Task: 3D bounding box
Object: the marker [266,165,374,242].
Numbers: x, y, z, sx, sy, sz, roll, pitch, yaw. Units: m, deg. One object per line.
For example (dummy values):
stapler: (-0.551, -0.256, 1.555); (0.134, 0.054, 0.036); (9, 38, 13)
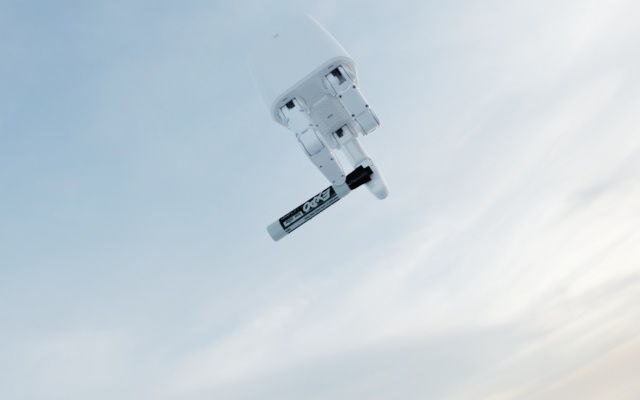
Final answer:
marker: (0.000, 0.002, 0.479); (0.121, 0.020, 0.020); (-33, -4, 6)
